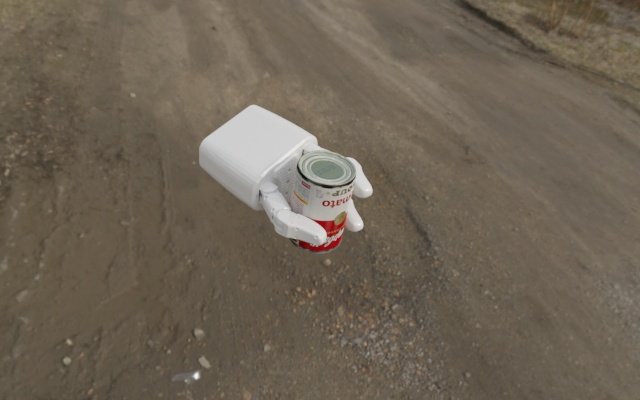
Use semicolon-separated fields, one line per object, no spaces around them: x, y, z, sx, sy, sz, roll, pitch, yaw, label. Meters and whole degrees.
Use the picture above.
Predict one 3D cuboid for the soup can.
0.000;0.002;0.551;0.068;0.102;0.068;7;39;-5;soup can
